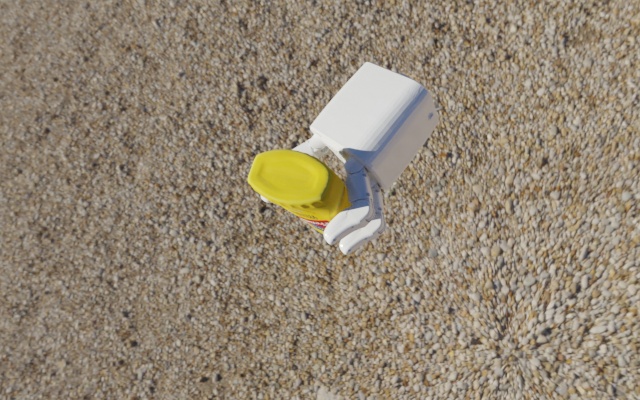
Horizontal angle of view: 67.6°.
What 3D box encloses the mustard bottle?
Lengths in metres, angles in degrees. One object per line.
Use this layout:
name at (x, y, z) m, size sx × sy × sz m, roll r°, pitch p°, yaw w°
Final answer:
mustard bottle at (0.000, 0.002, 0.561) m, size 0.096 × 0.058 × 0.192 m, roll 12°, pitch -12°, yaw 25°
